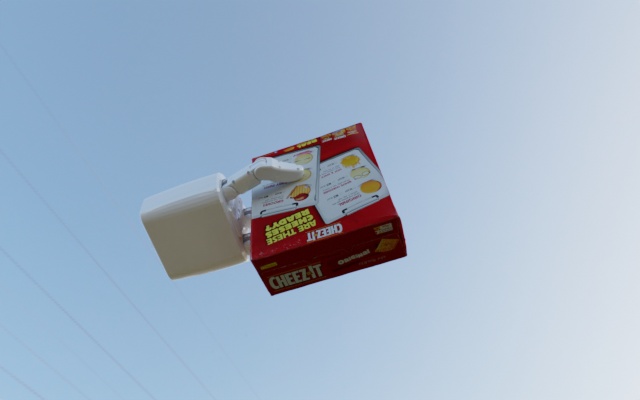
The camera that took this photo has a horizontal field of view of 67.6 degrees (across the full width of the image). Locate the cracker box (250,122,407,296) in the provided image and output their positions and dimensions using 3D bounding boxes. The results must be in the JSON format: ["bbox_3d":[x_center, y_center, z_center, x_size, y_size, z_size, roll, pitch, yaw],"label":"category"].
[{"bbox_3d":[0.000,0.002,0.595,0.164,0.072,0.213,-17,37,5],"label":"cracker box"}]
